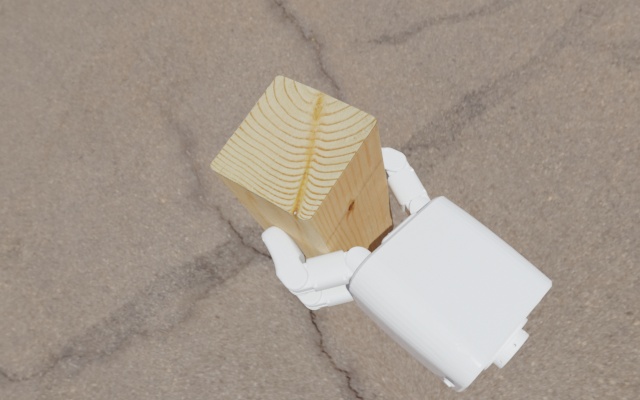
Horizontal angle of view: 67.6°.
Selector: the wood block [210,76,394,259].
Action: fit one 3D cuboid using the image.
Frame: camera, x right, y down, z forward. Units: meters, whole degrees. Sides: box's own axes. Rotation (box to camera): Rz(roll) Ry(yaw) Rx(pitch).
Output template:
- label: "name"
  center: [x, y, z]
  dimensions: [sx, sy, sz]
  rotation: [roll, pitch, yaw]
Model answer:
- label: "wood block"
  center: [0.001, 0.001, 0.421]
  dimensions: [0.090, 0.091, 0.206]
  rotation: [28, -16, 22]
